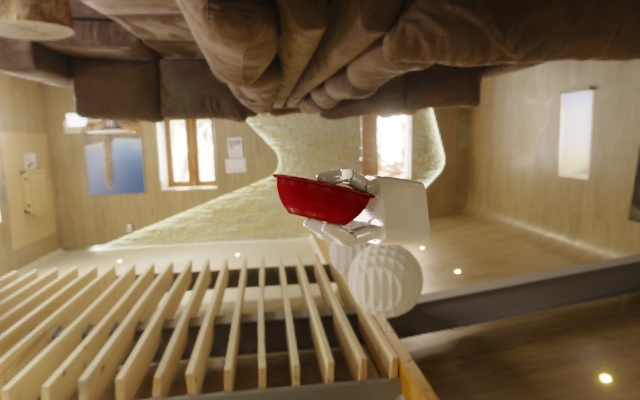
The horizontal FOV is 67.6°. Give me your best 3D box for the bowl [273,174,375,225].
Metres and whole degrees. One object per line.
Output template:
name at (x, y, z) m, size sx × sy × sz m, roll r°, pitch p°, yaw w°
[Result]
bowl at (-0.001, 0.003, 0.736) m, size 0.162 × 0.055 × 0.162 m, roll 13°, pitch -1°, yaw 0°
